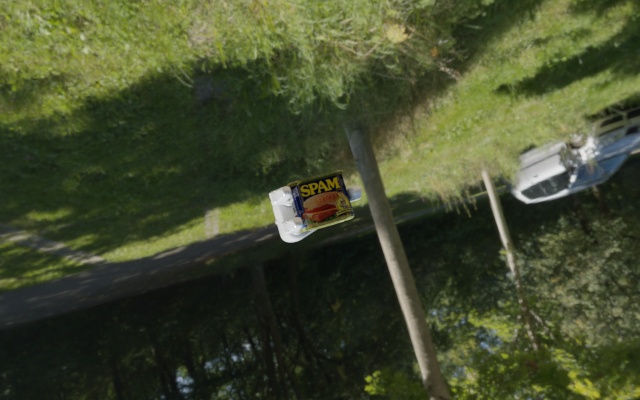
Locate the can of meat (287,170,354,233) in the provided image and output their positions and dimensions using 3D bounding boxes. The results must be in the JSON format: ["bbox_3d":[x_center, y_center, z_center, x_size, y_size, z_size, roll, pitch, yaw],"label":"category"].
[{"bbox_3d":[0.000,0.003,0.818,0.102,0.084,0.057,-15,-6,-17],"label":"can of meat"}]
